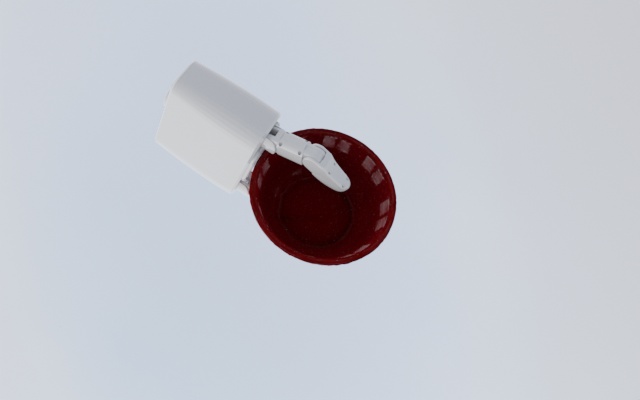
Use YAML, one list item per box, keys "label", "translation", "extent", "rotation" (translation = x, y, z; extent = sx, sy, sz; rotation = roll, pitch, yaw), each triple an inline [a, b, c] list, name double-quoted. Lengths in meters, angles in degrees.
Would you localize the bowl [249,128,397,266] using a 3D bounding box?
- label: "bowl"
  translation: [0.001, 0.003, 0.534]
  extent: [0.162, 0.162, 0.055]
  rotation: [0, -24, -12]
